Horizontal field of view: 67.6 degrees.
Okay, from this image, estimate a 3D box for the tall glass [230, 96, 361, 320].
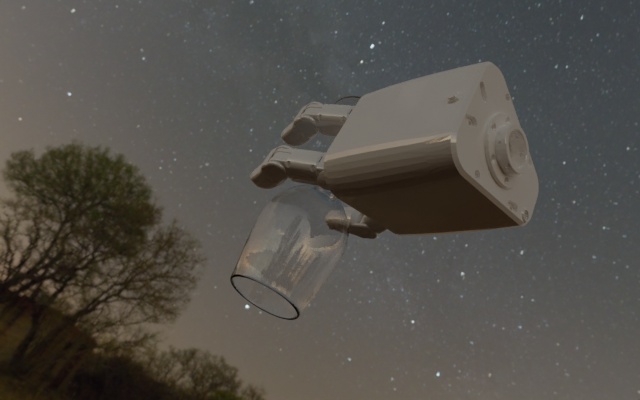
[{"bbox_3d":[0.000,0.001,0.419,0.079,0.201,0.079,23,-30,14],"label":"tall glass"}]
